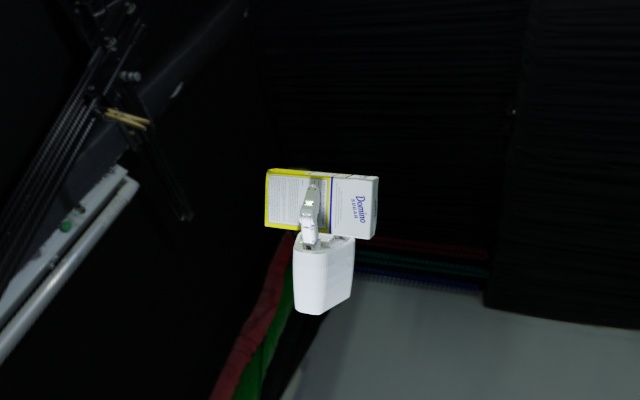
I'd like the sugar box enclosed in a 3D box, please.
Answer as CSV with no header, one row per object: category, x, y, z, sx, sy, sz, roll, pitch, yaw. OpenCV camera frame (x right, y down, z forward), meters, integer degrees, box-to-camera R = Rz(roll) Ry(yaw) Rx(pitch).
sugar box,0.000,0.002,0.751,0.176,0.093,0.048,6,12,18
